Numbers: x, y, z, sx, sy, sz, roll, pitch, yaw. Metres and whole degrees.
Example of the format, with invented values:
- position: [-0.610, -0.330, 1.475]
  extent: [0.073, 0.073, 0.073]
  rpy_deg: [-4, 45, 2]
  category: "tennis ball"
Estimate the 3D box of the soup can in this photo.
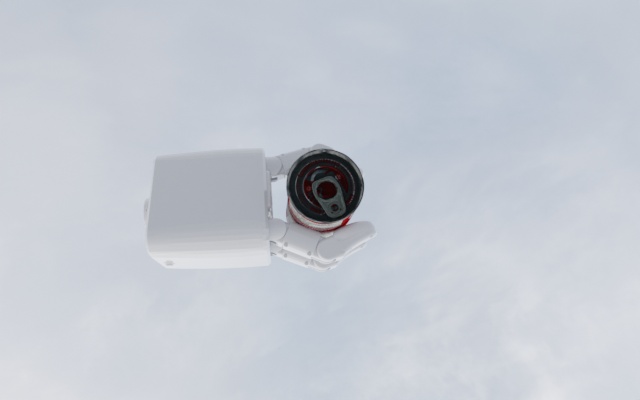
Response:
- position: [0.001, 0.001, 0.459]
  extent: [0.068, 0.068, 0.102]
  rpy_deg: [0, -17, -5]
  category: "soup can"
